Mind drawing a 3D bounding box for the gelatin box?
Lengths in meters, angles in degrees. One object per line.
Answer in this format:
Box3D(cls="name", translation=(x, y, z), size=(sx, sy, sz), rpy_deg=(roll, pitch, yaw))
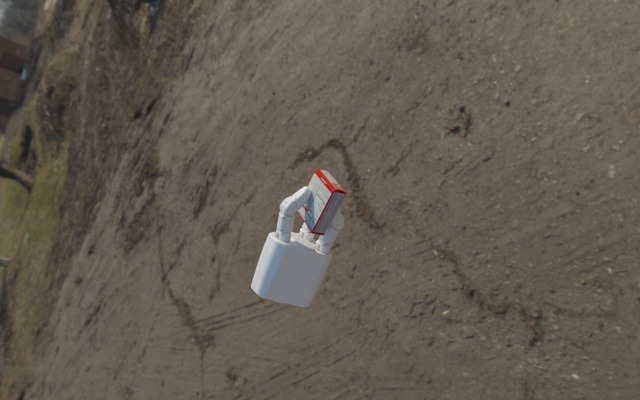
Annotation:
Box3D(cls="gelatin box", translation=(0.000, 0.002, 0.808), size=(0.030, 0.089, 0.073), rpy_deg=(11, 26, -33))
